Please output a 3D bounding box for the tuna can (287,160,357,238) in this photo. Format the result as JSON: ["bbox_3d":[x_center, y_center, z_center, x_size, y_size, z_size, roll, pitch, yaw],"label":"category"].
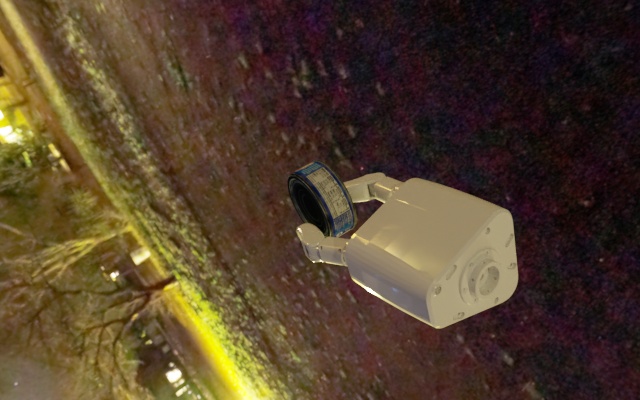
[{"bbox_3d":[0.000,0.002,0.514,0.033,0.086,0.086,-30,11,-20],"label":"tuna can"}]
